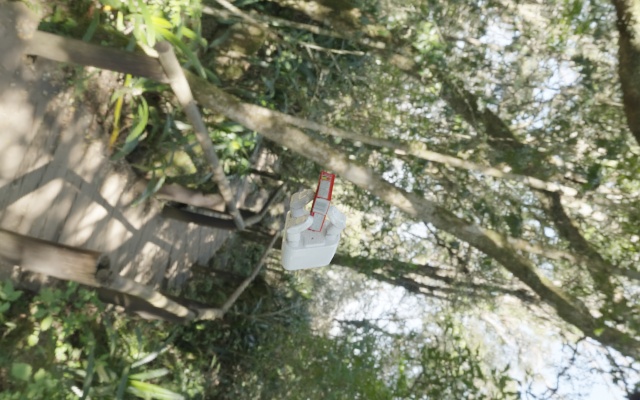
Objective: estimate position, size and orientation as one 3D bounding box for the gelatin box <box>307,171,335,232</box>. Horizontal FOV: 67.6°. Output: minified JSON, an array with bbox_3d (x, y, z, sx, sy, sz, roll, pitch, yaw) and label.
[{"bbox_3d":[0.001,0.003,0.880,0.030,0.073,0.089,15,-45,-3],"label":"gelatin box"}]
